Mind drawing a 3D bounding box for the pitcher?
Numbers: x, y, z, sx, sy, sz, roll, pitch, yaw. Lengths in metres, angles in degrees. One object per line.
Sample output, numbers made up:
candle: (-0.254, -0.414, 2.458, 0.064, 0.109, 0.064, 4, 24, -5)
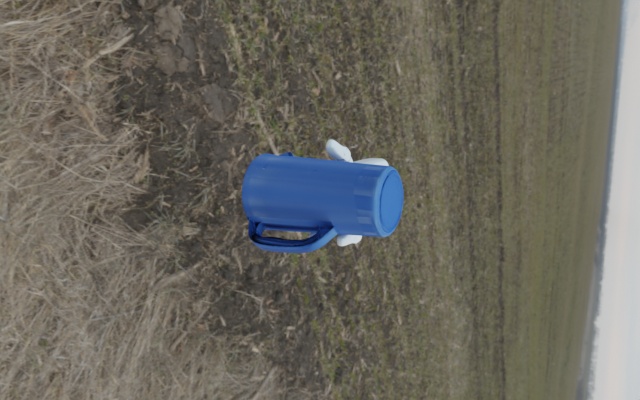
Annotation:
pitcher: (0.000, 0.002, 0.769, 0.243, 0.149, 0.145, 5, 12, 31)
